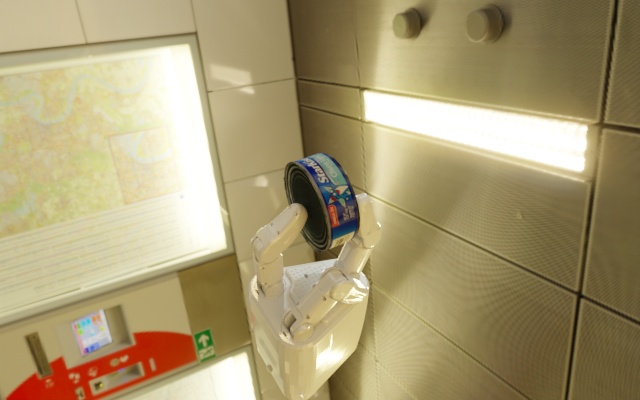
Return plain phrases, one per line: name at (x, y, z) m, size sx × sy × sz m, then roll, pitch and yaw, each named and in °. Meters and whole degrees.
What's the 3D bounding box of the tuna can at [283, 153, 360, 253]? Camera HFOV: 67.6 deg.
tuna can at (0.001, 0.001, 0.431) m, size 0.034 × 0.086 × 0.086 m, roll -20°, pitch 7°, yaw -21°
